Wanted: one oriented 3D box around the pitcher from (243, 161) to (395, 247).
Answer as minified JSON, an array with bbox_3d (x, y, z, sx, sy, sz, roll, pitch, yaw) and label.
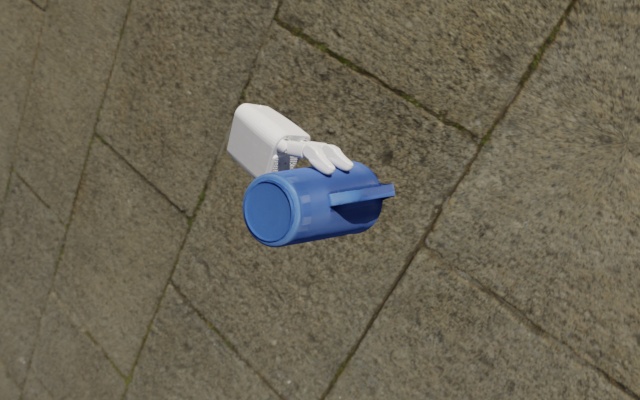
[{"bbox_3d":[0.000,0.002,0.770,0.145,0.149,0.243,42,26,23],"label":"pitcher"}]
